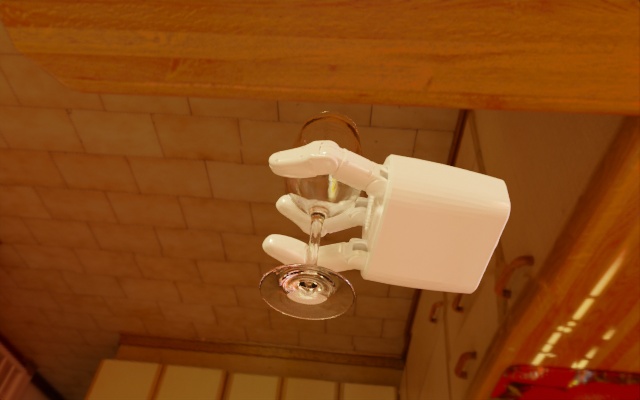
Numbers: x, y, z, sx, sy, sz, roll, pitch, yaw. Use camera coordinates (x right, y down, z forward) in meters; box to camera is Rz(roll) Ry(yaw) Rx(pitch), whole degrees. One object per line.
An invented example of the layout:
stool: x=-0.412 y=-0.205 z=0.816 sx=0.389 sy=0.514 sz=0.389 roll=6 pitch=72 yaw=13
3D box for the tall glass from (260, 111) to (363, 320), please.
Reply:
tall glass: x=0.000 y=0.002 z=0.436 sx=0.079 sy=0.200 sz=0.079 roll=4 pitch=-44 yaw=4
